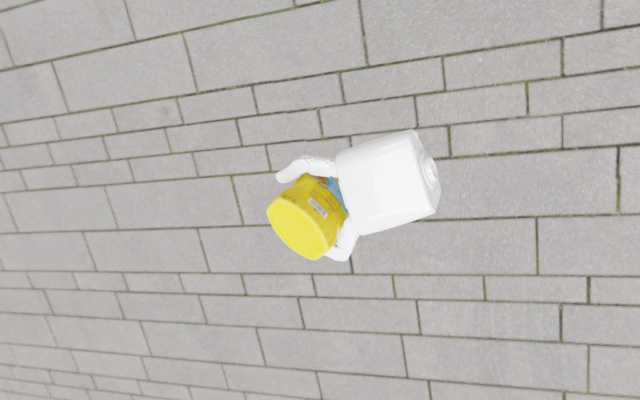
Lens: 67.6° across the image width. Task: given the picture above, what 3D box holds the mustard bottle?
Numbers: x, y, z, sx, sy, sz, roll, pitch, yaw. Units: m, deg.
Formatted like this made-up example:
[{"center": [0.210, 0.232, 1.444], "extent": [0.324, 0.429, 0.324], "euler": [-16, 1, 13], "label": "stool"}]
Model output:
[{"center": [0.000, 0.002, 0.684], "extent": [0.058, 0.096, 0.191], "euler": [-44, 3, 30], "label": "mustard bottle"}]
